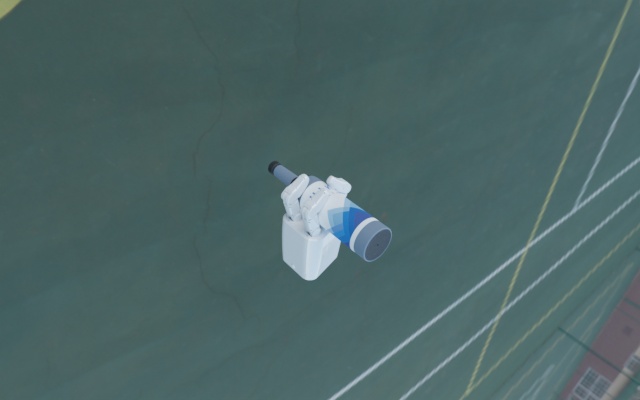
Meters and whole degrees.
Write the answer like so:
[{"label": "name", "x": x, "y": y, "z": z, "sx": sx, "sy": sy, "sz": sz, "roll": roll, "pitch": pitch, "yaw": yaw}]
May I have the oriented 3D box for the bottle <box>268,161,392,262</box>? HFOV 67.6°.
[{"label": "bottle", "x": 0.000, "y": 0.003, "z": 0.875, "sx": 0.069, "sy": 0.069, "sz": 0.295, "roll": 0, "pitch": 29, "yaw": -48}]
